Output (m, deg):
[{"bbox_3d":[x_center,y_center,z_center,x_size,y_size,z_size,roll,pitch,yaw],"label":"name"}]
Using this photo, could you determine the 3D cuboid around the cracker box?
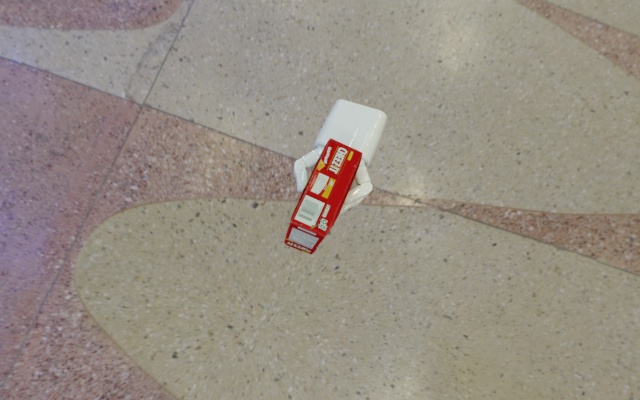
[{"bbox_3d":[0.000,0.003,0.883,0.072,0.164,0.214,24,-16,0],"label":"cracker box"}]
